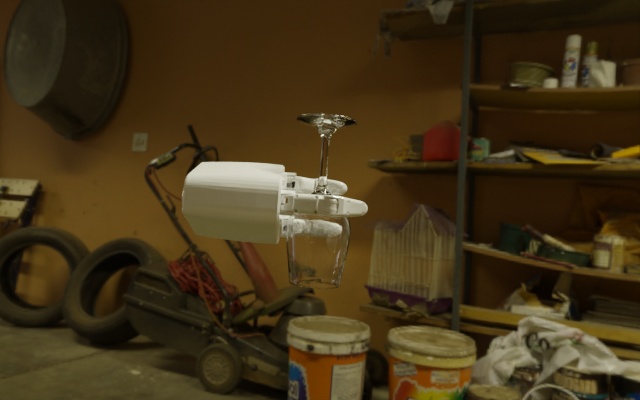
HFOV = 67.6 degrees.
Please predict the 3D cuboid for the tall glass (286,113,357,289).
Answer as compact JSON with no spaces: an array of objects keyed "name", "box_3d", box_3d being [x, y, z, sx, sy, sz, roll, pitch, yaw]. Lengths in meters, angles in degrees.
[{"name":"tall glass","box_3d":[0.000,0.001,0.578,0.079,0.201,0.079,4,-2,0]}]
